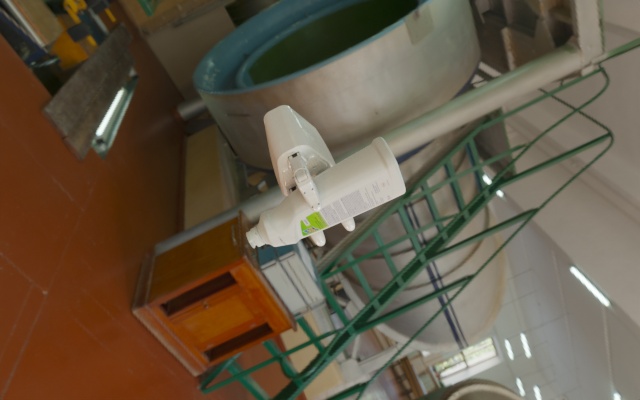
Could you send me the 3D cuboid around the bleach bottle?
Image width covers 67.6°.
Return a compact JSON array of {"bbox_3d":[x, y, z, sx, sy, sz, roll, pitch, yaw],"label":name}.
[{"bbox_3d":[0.000,0.002,0.729,0.251,0.068,0.103,-26,-37,4],"label":"bleach bottle"}]
